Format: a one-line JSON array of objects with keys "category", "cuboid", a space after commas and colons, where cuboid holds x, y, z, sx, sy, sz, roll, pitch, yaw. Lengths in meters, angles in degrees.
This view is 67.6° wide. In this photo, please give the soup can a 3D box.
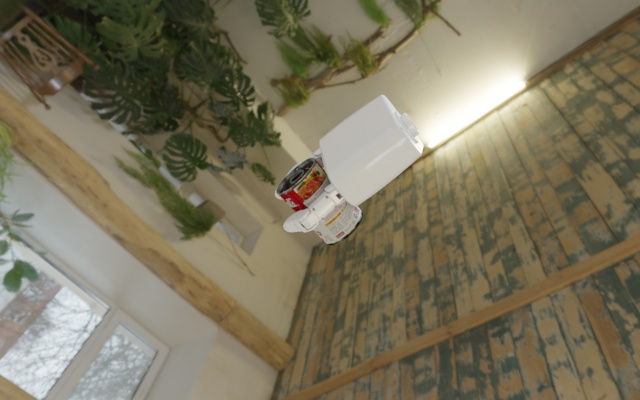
[{"category": "soup can", "cuboid": [0.000, 0.003, 0.638, 0.102, 0.068, 0.068, 47, -18, -18]}]
